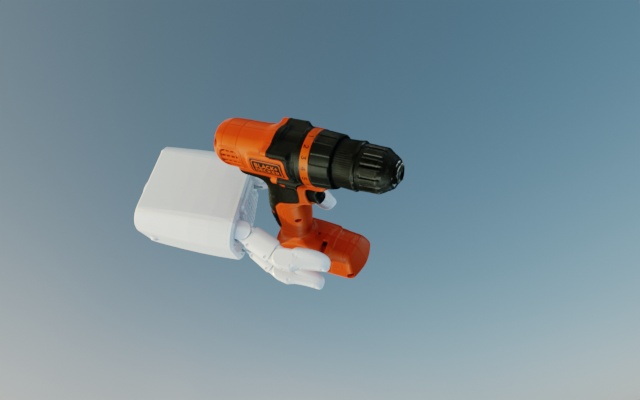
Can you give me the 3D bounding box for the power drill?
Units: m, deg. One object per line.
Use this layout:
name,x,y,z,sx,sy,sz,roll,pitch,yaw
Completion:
power drill,0.000,0.002,0.475,0.184,0.057,0.188,15,-35,26
